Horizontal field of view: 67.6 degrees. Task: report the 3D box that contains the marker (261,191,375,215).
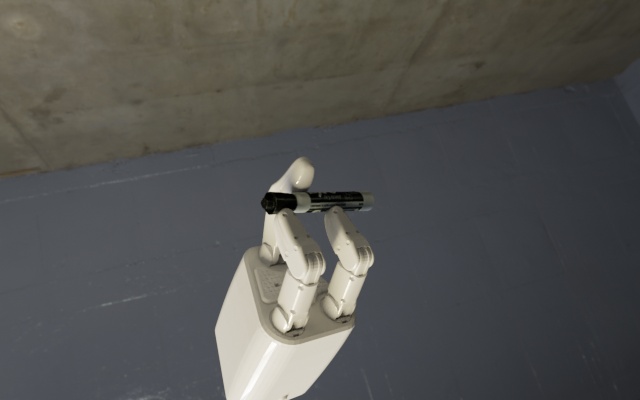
[{"bbox_3d":[0.000,0.001,0.418,0.121,0.020,0.020,-1,1,-41],"label":"marker"}]
